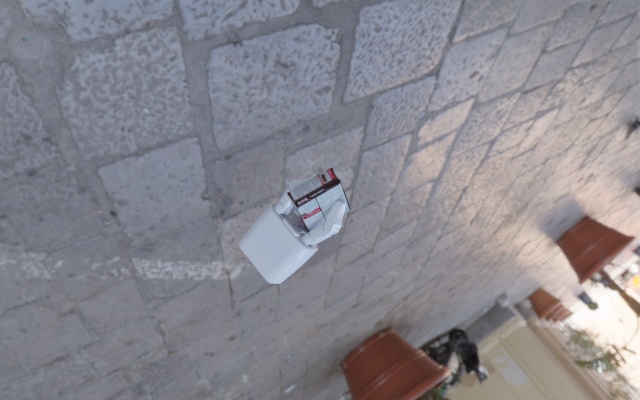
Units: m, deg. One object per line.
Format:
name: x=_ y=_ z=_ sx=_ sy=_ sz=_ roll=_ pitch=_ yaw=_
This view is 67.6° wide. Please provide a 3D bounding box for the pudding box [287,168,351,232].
pudding box: x=0.000 y=0.003 z=0.839 sx=0.090 sy=0.039 sz=0.113 roll=-30 pitch=-28 yaw=-4
